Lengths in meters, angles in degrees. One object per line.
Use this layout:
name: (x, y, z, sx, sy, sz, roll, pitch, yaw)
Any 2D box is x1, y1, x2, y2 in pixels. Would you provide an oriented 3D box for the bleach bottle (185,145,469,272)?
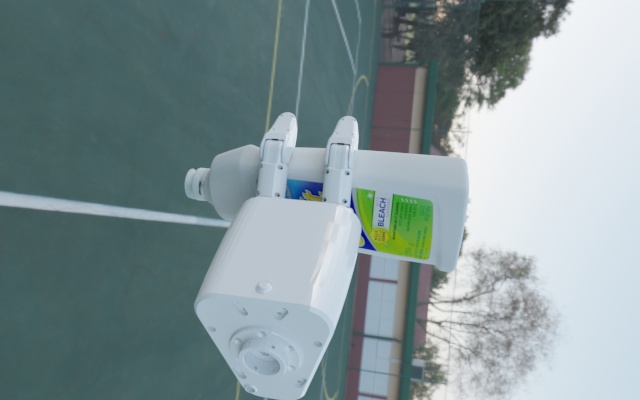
bleach bottle: (0.000, 0.001, 0.438, 0.251, 0.103, 0.068, 5, 36, 10)
